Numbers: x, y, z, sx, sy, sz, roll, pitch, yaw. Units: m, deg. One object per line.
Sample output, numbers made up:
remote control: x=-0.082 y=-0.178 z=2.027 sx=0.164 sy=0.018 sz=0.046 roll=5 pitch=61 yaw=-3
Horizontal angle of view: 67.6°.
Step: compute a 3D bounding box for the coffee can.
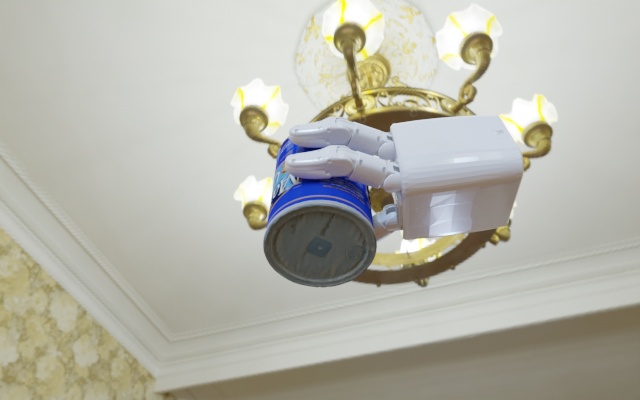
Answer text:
coffee can: x=0.000 y=0.002 z=0.484 sx=0.103 sy=0.103 sz=0.140 roll=0 pitch=37 yaw=1
